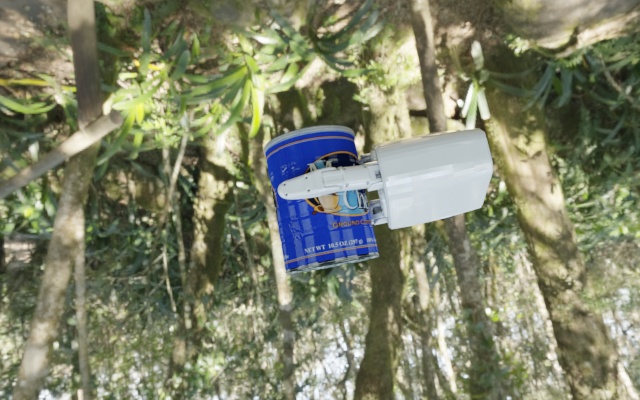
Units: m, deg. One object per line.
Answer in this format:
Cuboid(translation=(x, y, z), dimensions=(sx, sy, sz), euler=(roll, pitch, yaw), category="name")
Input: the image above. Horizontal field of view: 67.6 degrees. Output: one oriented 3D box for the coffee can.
Cuboid(translation=(0.000, 0.002, 0.521), dimensions=(0.103, 0.140, 0.103), euler=(-11, -10, -2), category="coffee can")
